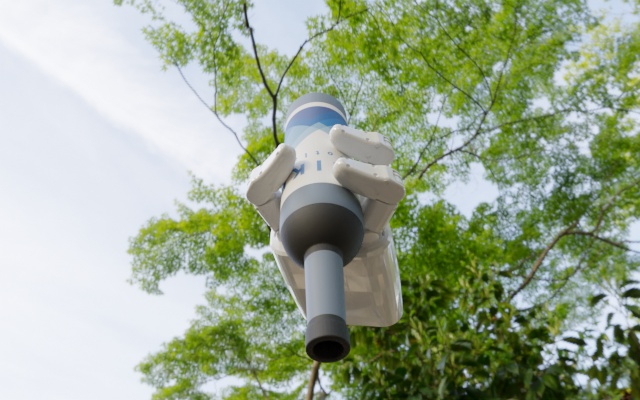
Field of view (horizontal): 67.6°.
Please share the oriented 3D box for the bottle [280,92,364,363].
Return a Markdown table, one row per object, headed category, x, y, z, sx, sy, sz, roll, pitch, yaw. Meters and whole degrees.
| category | x | y | z | sx | sy | sz | roll | pitch | yaw |
| --- | --- | --- | --- | --- | --- | --- | --- | --- | --- |
| bottle | 0.000 | 0.001 | 0.403 | 0.069 | 0.069 | 0.295 | 0 | 37 | -2 |
